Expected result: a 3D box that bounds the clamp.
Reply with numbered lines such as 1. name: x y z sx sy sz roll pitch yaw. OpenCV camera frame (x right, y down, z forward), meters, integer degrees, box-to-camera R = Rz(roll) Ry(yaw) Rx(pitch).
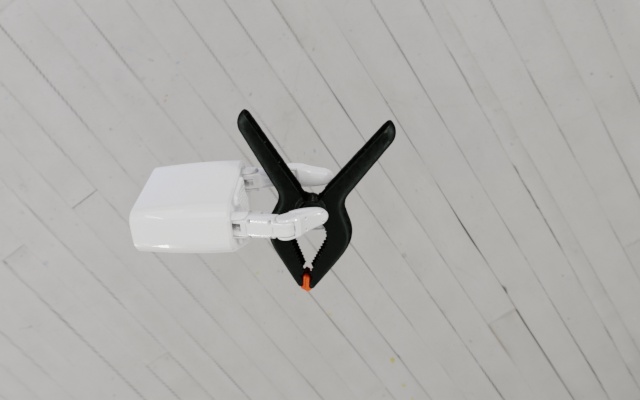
1. clamp: 0.000 0.003 0.525 0.164 0.210 0.036 -1 20 6
